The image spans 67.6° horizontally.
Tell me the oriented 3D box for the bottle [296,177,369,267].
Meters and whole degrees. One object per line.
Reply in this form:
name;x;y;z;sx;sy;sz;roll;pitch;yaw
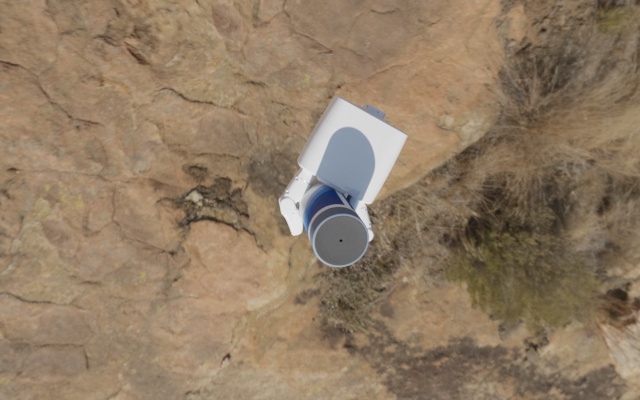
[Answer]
bottle;0.000;0.002;0.682;0.069;0.069;0.295;0;17;-10
